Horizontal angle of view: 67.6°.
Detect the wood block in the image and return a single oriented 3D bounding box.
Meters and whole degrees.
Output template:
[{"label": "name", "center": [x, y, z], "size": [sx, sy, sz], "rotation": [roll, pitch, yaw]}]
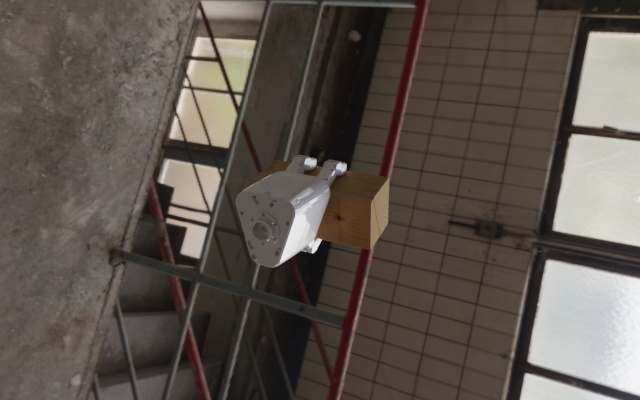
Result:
[{"label": "wood block", "center": [0.000, 0.003, 0.787], "size": [0.206, 0.091, 0.090], "rotation": [11, 32, 23]}]
